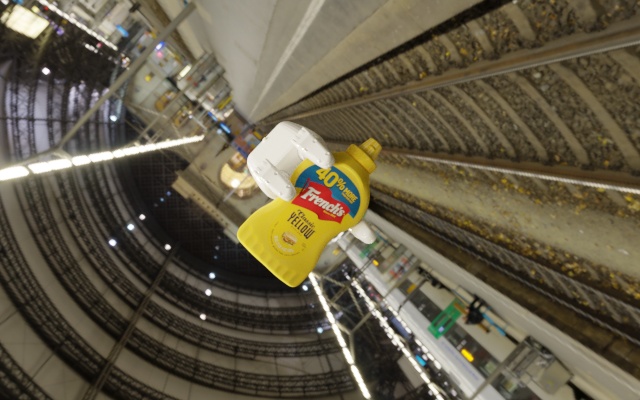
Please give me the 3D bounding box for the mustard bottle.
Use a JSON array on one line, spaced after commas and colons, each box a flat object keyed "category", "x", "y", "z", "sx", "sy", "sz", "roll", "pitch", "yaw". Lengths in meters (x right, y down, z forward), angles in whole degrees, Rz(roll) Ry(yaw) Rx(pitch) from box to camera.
[{"category": "mustard bottle", "x": 0.000, "y": 0.002, "z": 0.559, "sx": 0.096, "sy": 0.191, "sz": 0.058, "roll": 44, "pitch": 0, "yaw": -4}]
